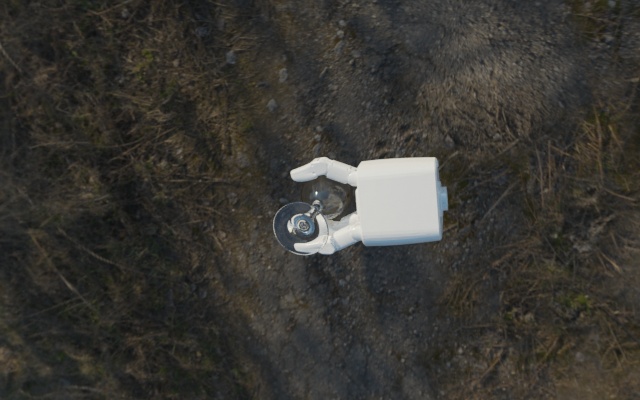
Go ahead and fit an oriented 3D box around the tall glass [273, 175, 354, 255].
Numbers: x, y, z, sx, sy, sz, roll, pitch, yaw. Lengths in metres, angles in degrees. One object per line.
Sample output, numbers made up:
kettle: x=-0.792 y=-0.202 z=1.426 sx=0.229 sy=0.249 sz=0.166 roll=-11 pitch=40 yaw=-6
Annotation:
tall glass: x=0.000 y=0.002 z=0.698 sx=0.079 sy=0.079 sz=0.201 roll=0 pitch=20 yaw=15
